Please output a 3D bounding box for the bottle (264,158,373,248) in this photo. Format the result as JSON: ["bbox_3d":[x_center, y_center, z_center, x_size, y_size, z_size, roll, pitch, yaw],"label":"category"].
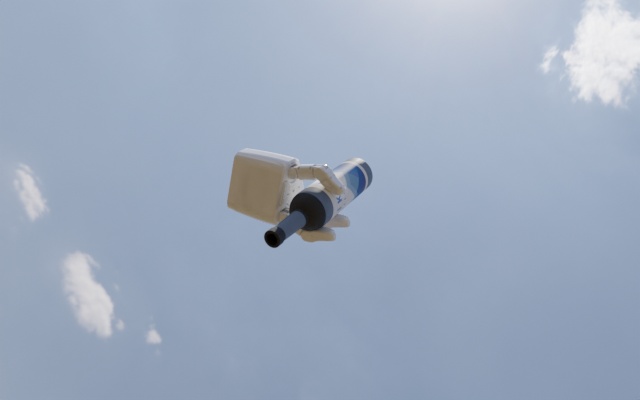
[{"bbox_3d":[0.000,0.002,0.791,0.069,0.069,0.295,0,21,30],"label":"bottle"}]
